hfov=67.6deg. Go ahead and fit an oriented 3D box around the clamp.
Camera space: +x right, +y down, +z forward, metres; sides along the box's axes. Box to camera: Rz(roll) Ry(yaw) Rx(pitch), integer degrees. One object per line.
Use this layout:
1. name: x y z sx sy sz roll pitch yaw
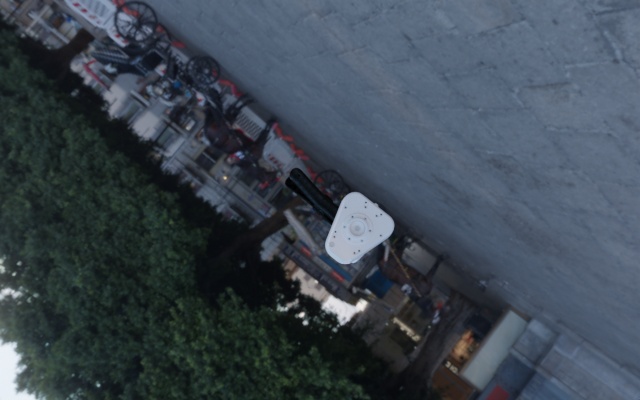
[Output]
1. clamp: 0.000 0.003 0.879 0.171 0.039 0.120 38 -4 6
